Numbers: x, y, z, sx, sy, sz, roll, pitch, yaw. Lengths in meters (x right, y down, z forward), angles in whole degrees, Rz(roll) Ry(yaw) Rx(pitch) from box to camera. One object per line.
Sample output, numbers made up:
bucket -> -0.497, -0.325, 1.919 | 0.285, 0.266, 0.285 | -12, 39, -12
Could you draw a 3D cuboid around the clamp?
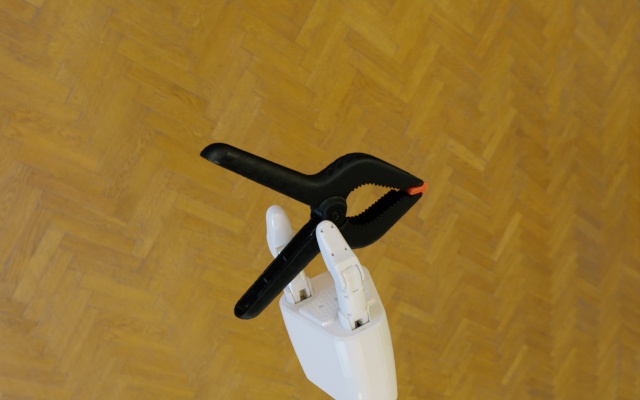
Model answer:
clamp -> 0.001, 0.002, 0.429 | 0.210, 0.165, 0.036 | -22, 28, -17
